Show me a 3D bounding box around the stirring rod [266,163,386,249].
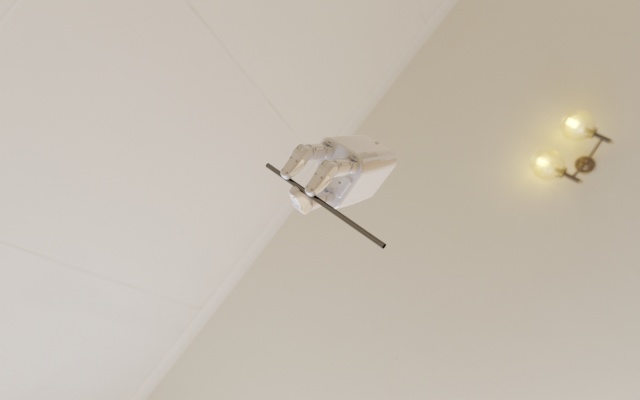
[{"bbox_3d":[0.000,0.002,0.693,0.239,0.011,0.011,35,20,32],"label":"stirring rod"}]
